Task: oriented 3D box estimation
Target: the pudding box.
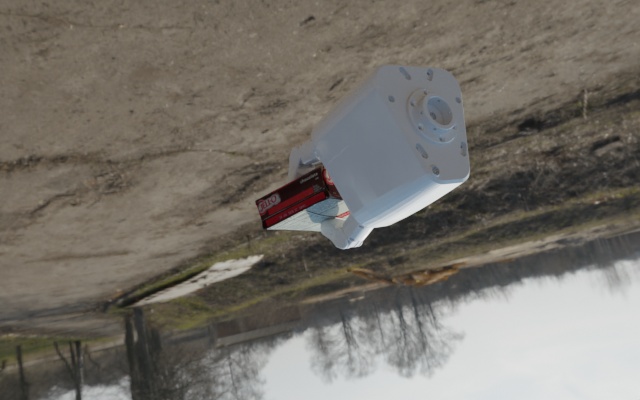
[{"bbox_3d":[0.000,0.002,0.517,0.090,0.039,0.113,-25,-19,29],"label":"pudding box"}]
